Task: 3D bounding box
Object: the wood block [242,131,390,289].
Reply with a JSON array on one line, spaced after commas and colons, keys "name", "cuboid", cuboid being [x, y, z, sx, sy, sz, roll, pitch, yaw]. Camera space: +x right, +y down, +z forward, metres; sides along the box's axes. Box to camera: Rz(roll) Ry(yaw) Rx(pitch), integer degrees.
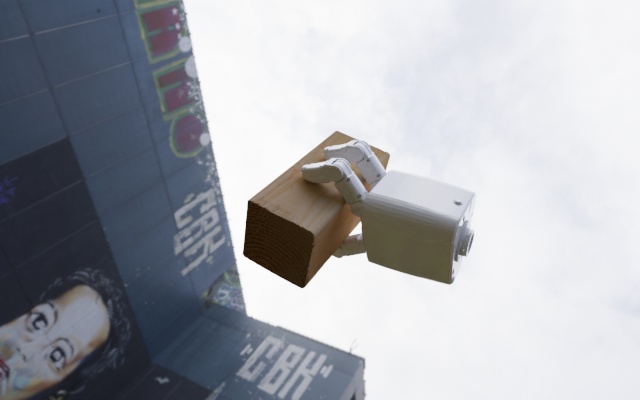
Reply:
[{"name": "wood block", "cuboid": [0.000, 0.002, 0.607, 0.090, 0.091, 0.206, 26, 40, 18]}]
